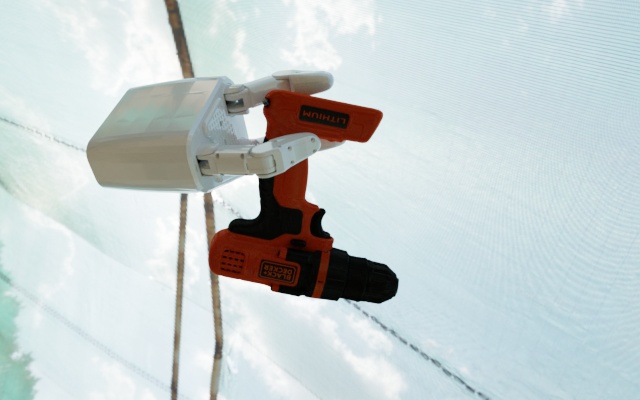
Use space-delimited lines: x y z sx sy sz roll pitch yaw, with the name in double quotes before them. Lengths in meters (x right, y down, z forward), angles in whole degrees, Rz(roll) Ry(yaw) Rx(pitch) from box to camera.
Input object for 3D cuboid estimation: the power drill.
"power drill" 0.000 0.001 0.442 0.184 0.188 0.057 11 11 -7
